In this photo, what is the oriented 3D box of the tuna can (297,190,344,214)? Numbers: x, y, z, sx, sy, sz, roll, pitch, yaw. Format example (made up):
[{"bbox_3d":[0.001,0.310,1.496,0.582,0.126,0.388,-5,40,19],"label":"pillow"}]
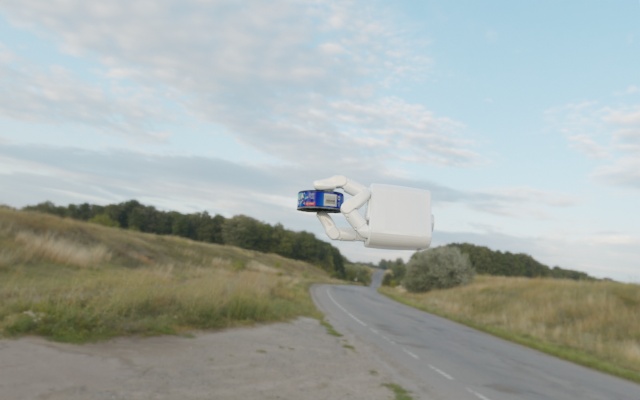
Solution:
[{"bbox_3d":[0.000,0.002,0.870,0.086,0.033,0.086,3,-7,0],"label":"tuna can"}]
